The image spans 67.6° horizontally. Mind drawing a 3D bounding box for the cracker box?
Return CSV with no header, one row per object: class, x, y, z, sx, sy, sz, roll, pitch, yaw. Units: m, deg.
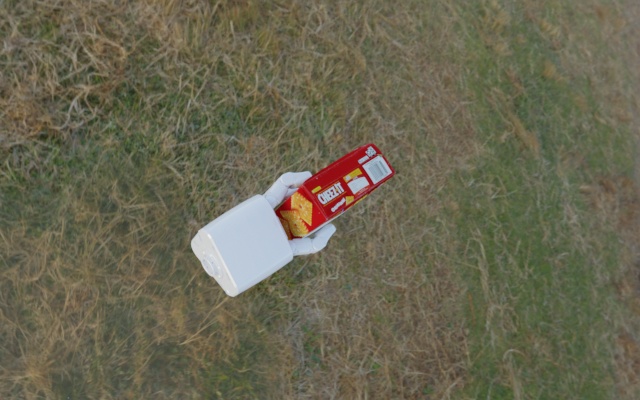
cracker box,0.000,0.003,0.800,0.164,0.072,0.214,-33,-3,-34
